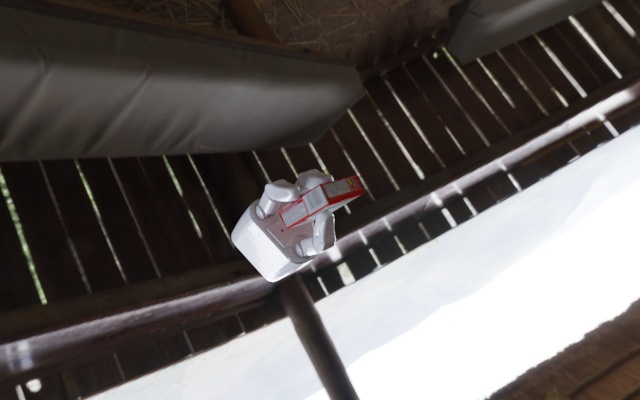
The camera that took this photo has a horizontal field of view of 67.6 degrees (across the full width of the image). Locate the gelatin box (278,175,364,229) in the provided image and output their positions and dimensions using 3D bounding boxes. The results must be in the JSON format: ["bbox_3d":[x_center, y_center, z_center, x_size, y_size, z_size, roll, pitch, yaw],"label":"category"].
[{"bbox_3d":[0.001,0.002,0.617,0.073,0.030,0.089,-16,-11,-47],"label":"gelatin box"}]
